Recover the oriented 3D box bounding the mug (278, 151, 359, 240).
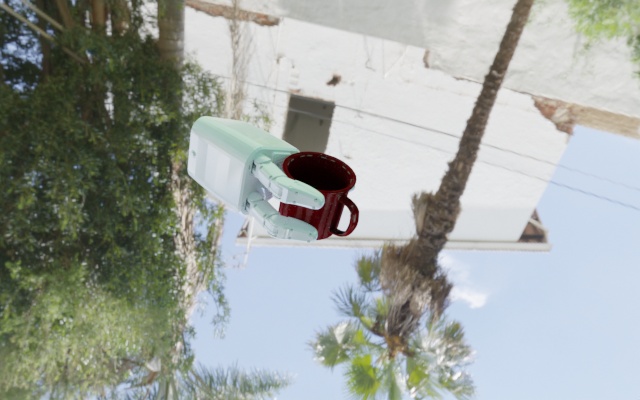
[{"bbox_3d":[0.001,0.003,0.600,0.117,0.081,0.093,34,38,26],"label":"mug"}]
